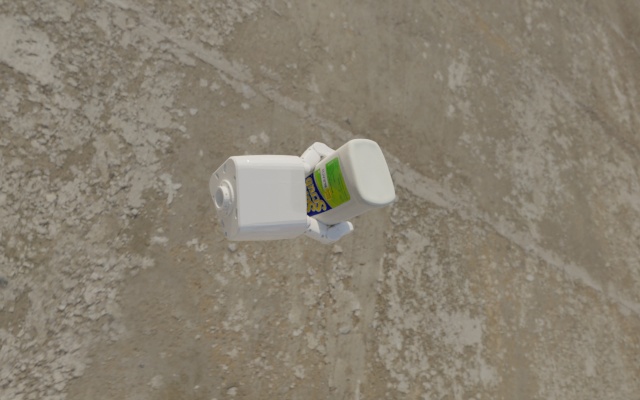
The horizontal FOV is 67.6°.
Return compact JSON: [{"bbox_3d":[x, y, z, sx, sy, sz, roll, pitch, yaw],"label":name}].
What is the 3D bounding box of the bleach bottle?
[{"bbox_3d":[0.000,0.002,0.732,0.068,0.102,0.251,-3,-19,-37],"label":"bleach bottle"}]
